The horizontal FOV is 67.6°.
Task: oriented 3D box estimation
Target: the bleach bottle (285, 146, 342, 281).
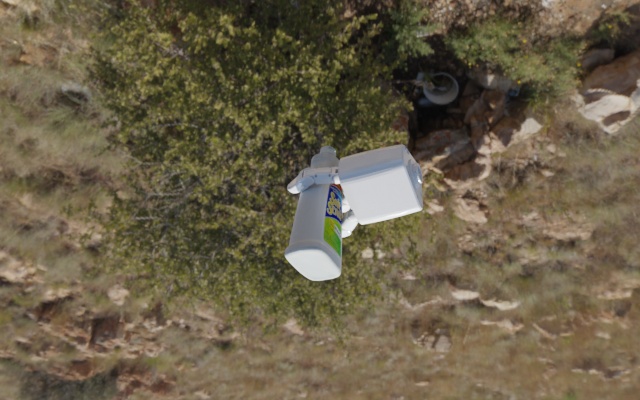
[{"bbox_3d":[0.000,0.003,0.809,0.068,0.250,0.103,-13,-41,23],"label":"bleach bottle"}]
